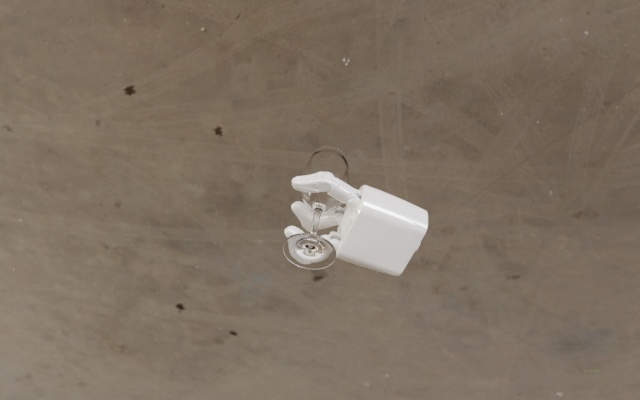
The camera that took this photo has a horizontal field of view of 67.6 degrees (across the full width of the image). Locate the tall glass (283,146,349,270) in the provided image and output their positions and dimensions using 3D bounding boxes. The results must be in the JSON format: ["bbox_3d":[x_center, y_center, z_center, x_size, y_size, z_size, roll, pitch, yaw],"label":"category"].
[{"bbox_3d":[0.000,0.003,0.717,0.079,0.079,0.200,0,43,12],"label":"tall glass"}]
